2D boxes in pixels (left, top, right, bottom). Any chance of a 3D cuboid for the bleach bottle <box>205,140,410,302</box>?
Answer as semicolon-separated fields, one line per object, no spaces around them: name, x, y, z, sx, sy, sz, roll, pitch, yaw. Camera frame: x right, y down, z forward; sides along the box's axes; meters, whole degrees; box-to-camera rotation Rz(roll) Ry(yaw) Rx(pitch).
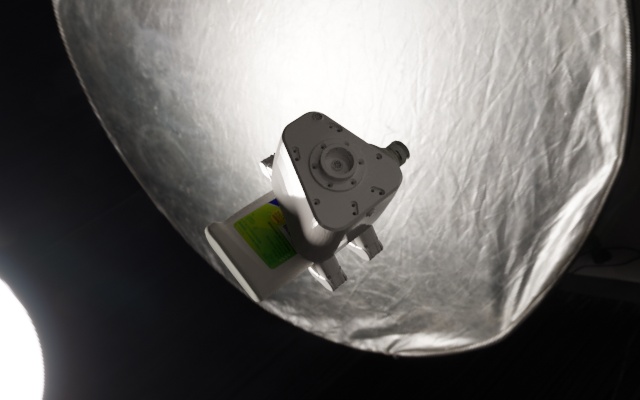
bleach bottle;0.000;0.002;0.550;0.251;0.102;0.068;-37;-10;-19
